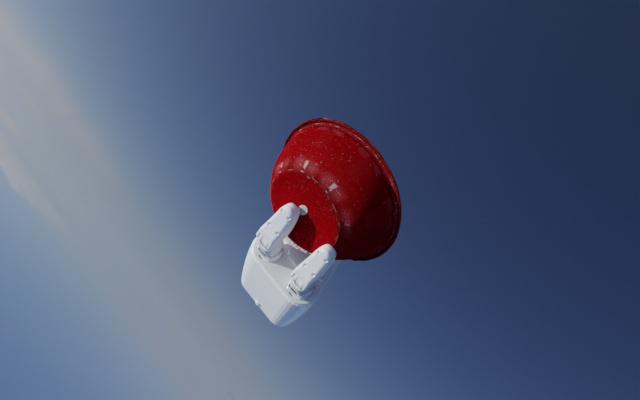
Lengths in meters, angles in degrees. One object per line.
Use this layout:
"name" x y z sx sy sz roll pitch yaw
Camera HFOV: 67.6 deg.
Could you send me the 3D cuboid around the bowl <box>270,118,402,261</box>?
"bowl" 0.000 0.001 0.485 0.162 0.162 0.055 0 23 45
